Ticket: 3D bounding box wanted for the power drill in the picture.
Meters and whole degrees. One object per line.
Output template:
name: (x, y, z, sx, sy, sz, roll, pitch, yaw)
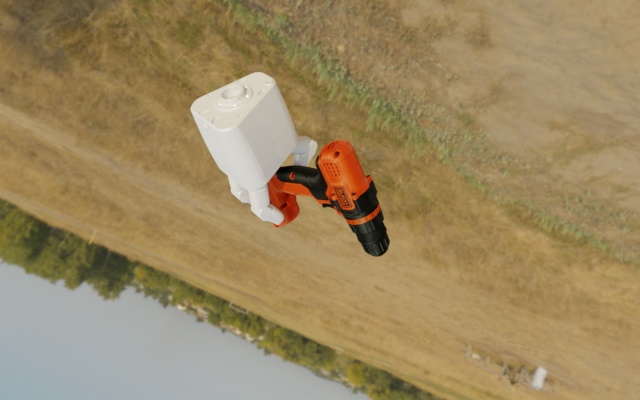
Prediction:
power drill: (0.000, 0.002, 0.693, 0.187, 0.184, 0.057, -1, 34, 39)
